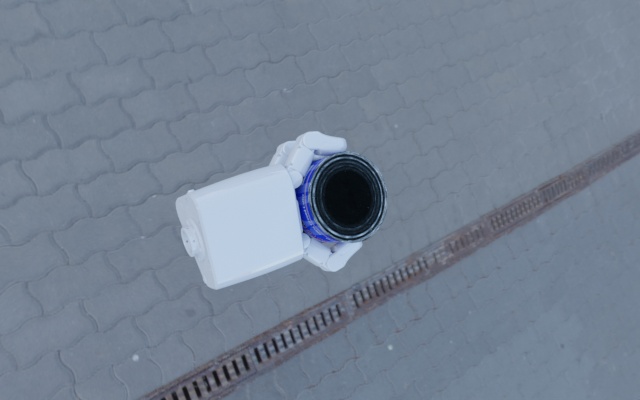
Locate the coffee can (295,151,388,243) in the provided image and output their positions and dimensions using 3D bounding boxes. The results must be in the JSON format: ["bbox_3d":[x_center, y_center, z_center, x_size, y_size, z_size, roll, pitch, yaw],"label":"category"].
[{"bbox_3d":[0.000,0.002,0.587,0.103,0.103,0.140,0,-5,-28],"label":"coffee can"}]
